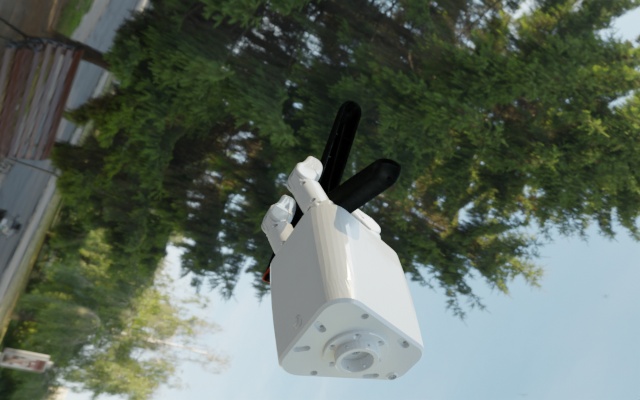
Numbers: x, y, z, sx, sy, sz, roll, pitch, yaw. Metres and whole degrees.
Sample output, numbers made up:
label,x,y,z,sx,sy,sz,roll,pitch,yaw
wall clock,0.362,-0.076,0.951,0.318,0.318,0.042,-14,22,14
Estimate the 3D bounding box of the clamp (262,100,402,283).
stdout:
label,x,y,z,sx,sy,sz,roll,pitch,yaw
clamp,0.001,0.002,0.493,0.036,0.210,0.164,24,30,-20
